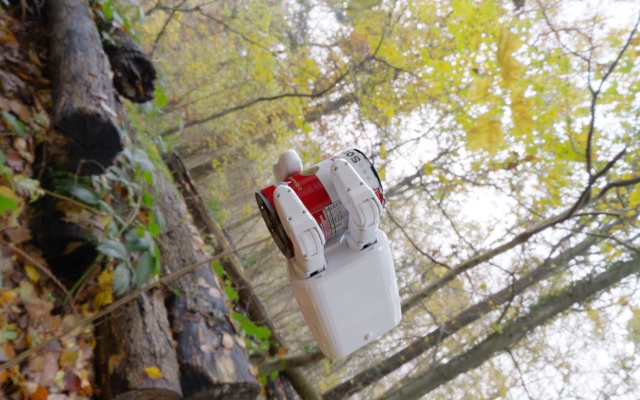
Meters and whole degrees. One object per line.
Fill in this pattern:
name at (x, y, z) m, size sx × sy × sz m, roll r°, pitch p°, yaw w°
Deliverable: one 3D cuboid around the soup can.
soup can at (0.000, 0.001, 0.442) m, size 0.102 × 0.068 × 0.068 m, roll -26°, pitch 7°, yaw -14°
